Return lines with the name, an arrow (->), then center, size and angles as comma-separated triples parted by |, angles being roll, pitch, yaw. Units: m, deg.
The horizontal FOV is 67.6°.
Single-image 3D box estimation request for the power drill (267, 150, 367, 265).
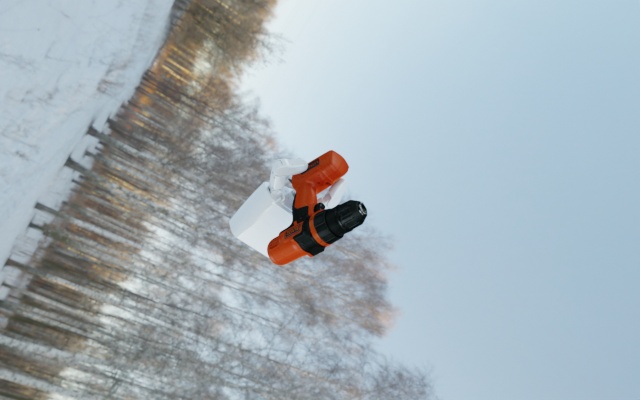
power drill -> 0.000, 0.002, 0.767 | 0.184, 0.187, 0.057 | -28, -58, 30
